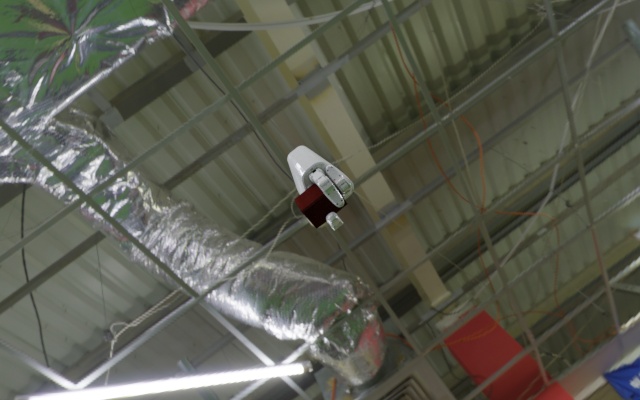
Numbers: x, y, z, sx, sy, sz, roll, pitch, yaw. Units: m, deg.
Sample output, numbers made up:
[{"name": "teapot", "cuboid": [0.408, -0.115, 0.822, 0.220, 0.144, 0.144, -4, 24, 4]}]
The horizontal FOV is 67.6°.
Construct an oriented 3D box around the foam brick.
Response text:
[{"name": "foam brick", "cuboid": [0.000, 0.003, 0.896, 0.078, 0.053, 0.051, -38, 35, -2]}]
